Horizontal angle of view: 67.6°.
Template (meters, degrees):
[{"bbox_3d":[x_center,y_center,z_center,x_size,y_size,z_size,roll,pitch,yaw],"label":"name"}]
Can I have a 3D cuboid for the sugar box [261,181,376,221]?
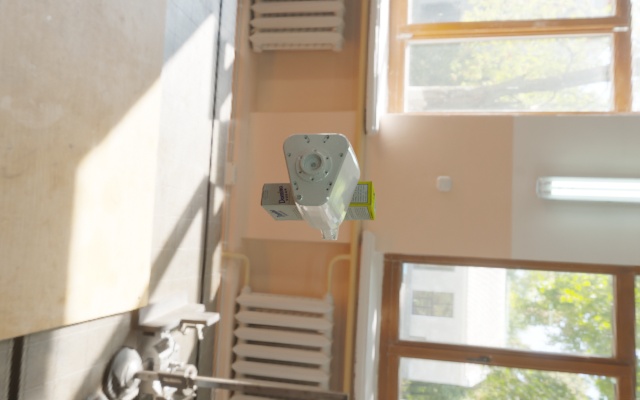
[{"bbox_3d":[0.000,0.002,0.781,0.176,0.048,0.093,2,-18,11],"label":"sugar box"}]
